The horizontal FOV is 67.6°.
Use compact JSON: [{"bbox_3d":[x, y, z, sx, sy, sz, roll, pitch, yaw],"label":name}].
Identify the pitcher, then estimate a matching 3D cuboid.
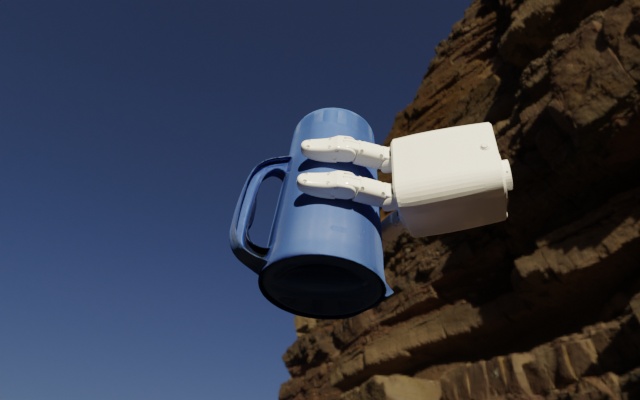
[{"bbox_3d":[0.000,0.002,0.561,0.145,0.242,0.149,-11,-43,18],"label":"pitcher"}]
